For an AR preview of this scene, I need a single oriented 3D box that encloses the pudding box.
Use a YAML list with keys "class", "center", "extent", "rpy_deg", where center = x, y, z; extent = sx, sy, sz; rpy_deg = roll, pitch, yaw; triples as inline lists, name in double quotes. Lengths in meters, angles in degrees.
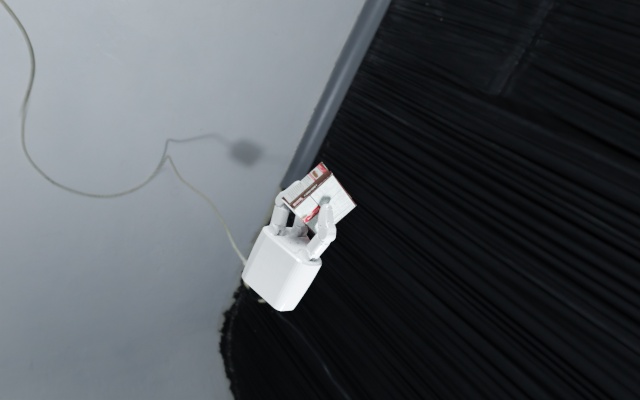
- class: "pudding box"
  center: [0.000, 0.003, 0.802]
  extent: [0.039, 0.090, 0.113]
  rpy_deg: [46, -3, 37]
